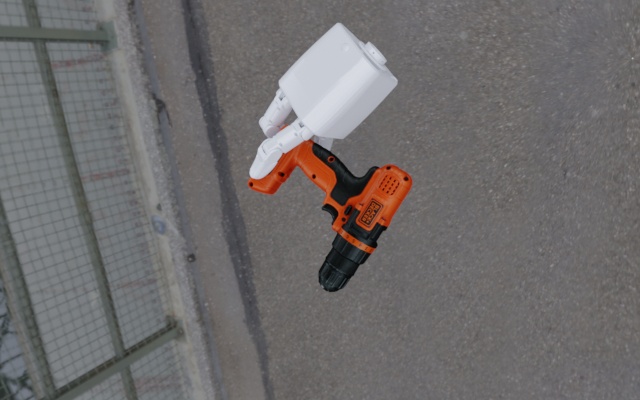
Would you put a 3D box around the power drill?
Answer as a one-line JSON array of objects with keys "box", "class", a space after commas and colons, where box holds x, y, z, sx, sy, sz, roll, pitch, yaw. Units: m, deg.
[{"box": [0.000, 0.002, 0.629, 0.187, 0.184, 0.057, 34, 5, 12], "class": "power drill"}]
